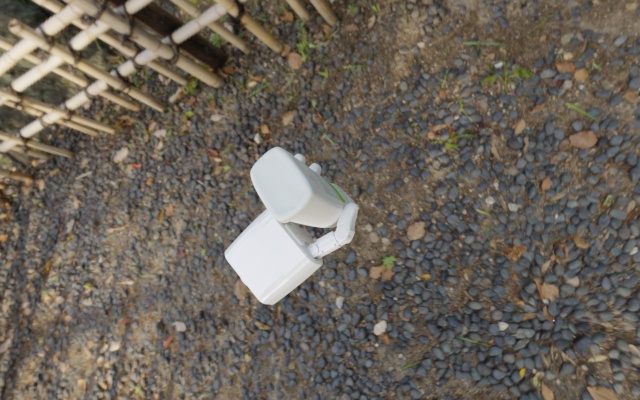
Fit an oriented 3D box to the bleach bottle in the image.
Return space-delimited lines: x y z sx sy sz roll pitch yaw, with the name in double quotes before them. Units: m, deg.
"bleach bottle" 0.000 0.002 0.715 0.068 0.102 0.251 -41 -26 12
